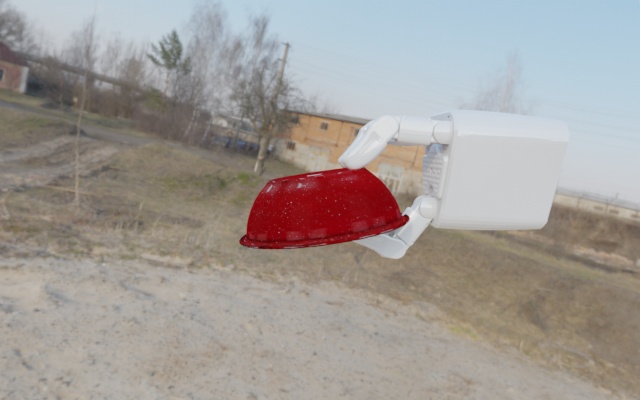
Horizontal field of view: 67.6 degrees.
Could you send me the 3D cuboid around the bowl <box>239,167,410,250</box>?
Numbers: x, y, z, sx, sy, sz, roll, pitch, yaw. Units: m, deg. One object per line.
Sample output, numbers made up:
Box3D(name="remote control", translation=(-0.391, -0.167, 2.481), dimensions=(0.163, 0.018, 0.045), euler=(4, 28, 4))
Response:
Box3D(name="bowl", translation=(-0.001, 0.001, 0.450), dimensions=(0.162, 0.055, 0.162), euler=(-8, 6, 1))
